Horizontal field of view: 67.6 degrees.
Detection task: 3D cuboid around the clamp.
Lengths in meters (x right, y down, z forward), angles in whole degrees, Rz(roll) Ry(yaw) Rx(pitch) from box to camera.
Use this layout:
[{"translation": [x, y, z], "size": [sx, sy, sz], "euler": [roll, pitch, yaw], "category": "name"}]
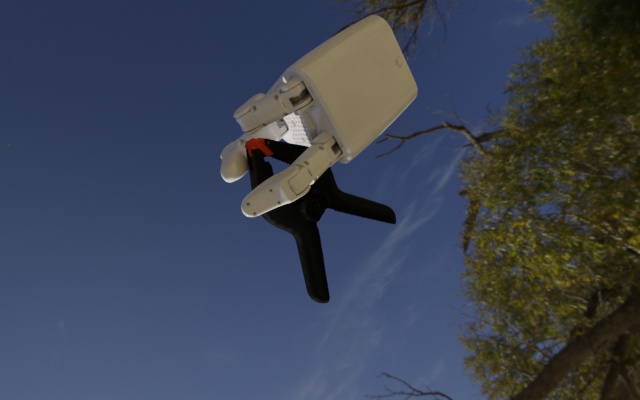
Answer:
[{"translation": [0.000, 0.001, 0.453], "size": [0.120, 0.171, 0.039], "euler": [-42, 26, -22], "category": "clamp"}]
